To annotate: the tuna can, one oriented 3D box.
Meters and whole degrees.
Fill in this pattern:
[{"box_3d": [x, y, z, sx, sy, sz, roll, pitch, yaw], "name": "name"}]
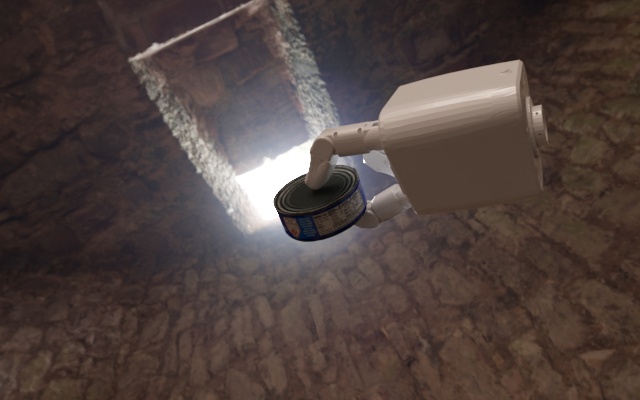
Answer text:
[{"box_3d": [0.000, 0.002, 0.455, 0.086, 0.034, 0.086, -17, 27, 9], "name": "tuna can"}]
